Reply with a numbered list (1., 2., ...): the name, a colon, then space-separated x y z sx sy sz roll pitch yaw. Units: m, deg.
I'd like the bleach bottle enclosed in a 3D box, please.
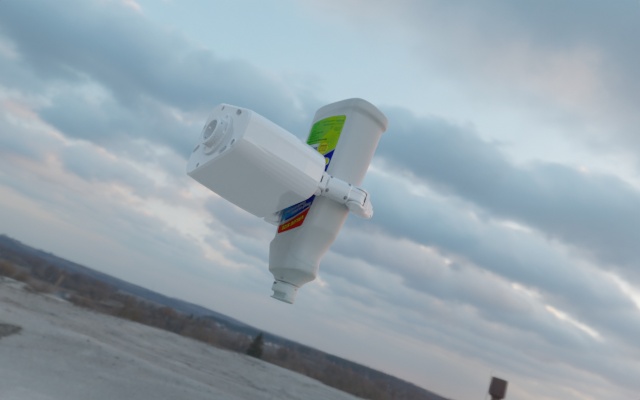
1. bleach bottle: 0.000 0.002 0.581 0.068 0.250 0.102 31 -21 -35
